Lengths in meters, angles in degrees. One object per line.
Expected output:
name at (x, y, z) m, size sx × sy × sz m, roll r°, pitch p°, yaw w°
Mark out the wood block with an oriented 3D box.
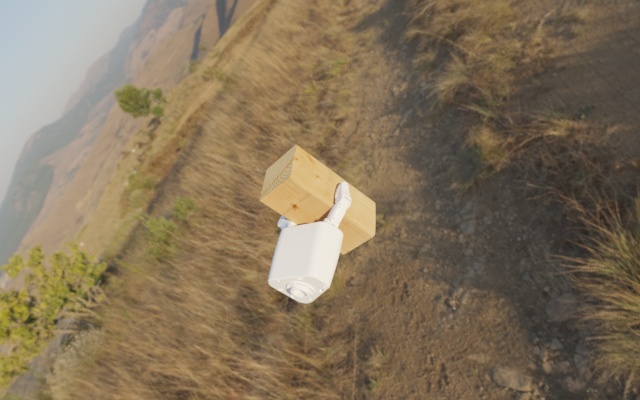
wood block at (0.000, 0.003, 0.897) m, size 0.206 × 0.090 × 0.091 m, roll 35°, pitch -51°, yaw -26°
